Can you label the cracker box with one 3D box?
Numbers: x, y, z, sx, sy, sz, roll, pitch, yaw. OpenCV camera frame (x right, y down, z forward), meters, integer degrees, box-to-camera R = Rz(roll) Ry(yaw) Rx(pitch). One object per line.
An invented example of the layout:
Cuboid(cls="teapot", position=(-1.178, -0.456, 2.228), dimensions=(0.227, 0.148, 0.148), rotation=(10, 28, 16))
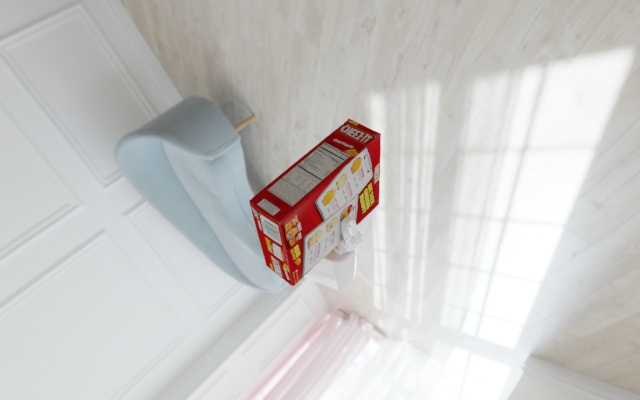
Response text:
Cuboid(cls="cracker box", position=(0.000, 0.003, 0.723), dimensions=(0.072, 0.164, 0.213), rotation=(33, 60, 28))
